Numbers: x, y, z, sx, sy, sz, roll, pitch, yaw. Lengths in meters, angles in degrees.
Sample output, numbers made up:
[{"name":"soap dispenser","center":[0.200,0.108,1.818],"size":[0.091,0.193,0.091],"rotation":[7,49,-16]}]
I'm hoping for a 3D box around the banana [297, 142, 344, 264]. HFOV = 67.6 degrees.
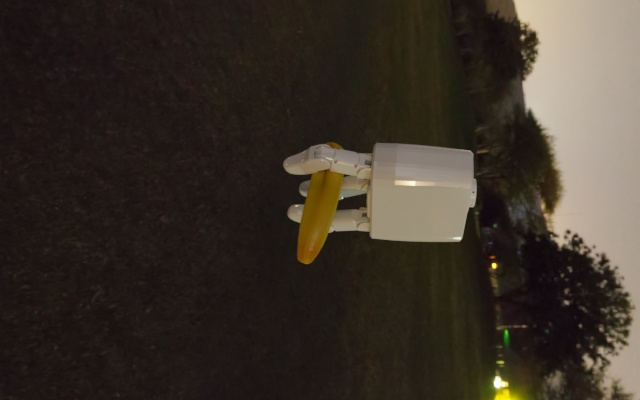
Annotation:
[{"name":"banana","center":[0.004,-0.015,0.550],"size":[0.037,0.070,0.197],"rotation":[13,37,-2]}]
